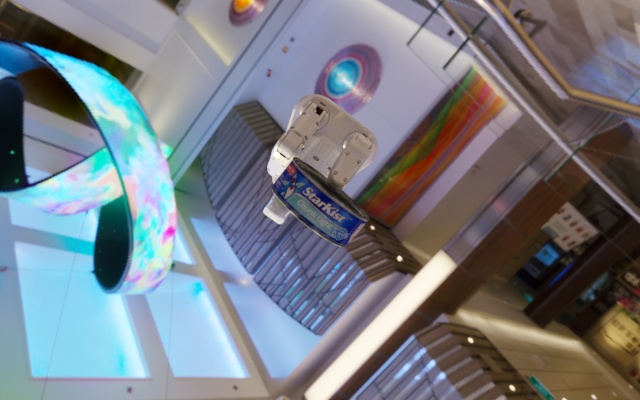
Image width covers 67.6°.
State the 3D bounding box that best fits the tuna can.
[{"bbox_3d":[0.000,0.002,0.419,0.086,0.034,0.086,39,8,-6],"label":"tuna can"}]
